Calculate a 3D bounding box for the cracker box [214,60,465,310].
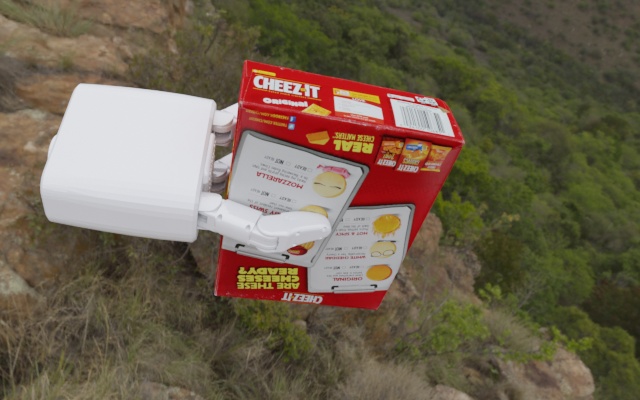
[{"bbox_3d":[0.000,0.001,0.416,0.164,0.214,0.072,8,42,-10],"label":"cracker box"}]
